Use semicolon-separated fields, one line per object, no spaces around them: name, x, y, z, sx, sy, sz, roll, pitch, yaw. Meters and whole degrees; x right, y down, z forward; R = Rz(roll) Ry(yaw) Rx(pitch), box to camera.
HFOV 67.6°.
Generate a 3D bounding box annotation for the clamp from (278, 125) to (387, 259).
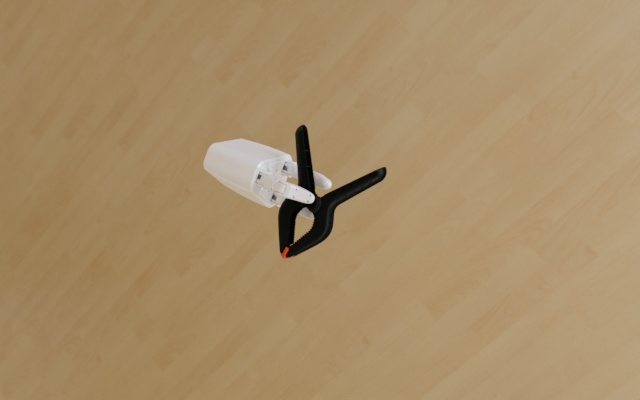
clamp;-0.001;0.003;0.753;0.164;0.210;0.036;23;5;21
